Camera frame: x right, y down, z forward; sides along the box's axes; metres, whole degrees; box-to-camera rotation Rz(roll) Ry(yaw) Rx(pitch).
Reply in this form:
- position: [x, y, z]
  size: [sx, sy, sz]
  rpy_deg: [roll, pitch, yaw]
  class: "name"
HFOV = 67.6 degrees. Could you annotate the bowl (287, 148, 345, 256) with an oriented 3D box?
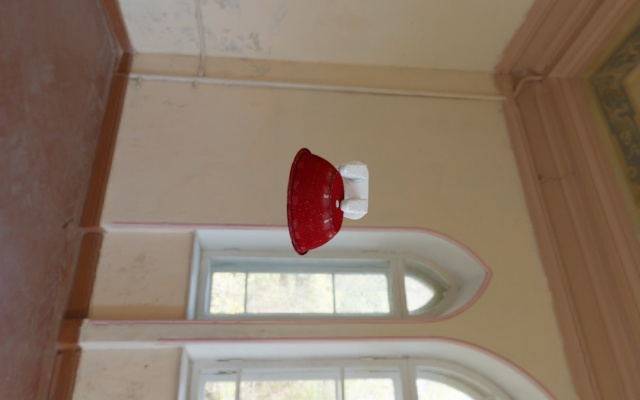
- position: [0.000, 0.003, 0.710]
  size: [0.055, 0.162, 0.162]
  rpy_deg: [2, 0, 15]
  class: "bowl"
